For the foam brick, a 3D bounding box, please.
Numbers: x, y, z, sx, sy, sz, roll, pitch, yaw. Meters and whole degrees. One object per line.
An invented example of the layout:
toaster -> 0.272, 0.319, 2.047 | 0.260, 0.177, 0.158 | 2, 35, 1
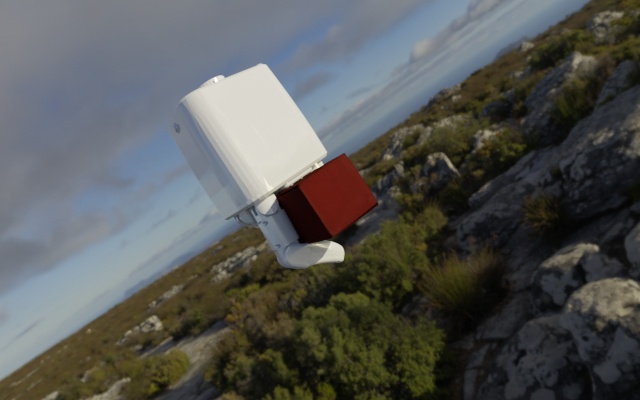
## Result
foam brick -> 0.000, 0.001, 0.408 | 0.053, 0.051, 0.078 | -34, 5, -25
